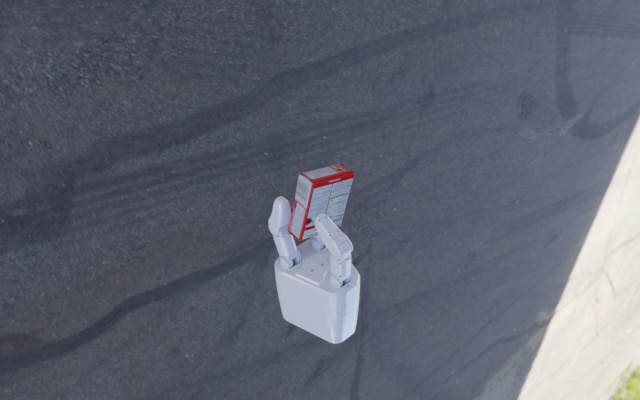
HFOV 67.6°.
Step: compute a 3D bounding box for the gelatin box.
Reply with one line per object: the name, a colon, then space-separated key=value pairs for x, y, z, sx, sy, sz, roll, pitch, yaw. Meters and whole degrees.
gelatin box: x=0.000 y=0.002 z=0.606 sx=0.073 sy=0.089 sz=0.030 roll=-16 pitch=42 yaw=-40
